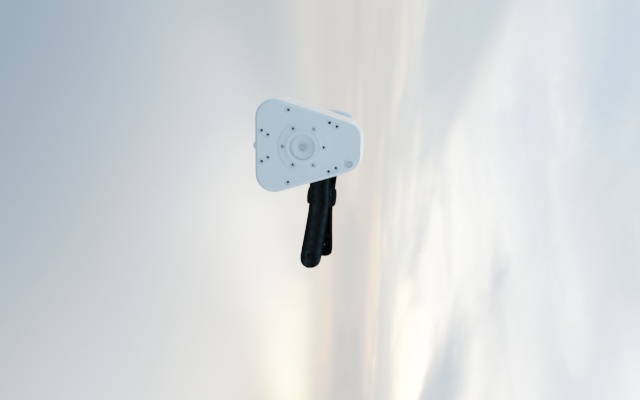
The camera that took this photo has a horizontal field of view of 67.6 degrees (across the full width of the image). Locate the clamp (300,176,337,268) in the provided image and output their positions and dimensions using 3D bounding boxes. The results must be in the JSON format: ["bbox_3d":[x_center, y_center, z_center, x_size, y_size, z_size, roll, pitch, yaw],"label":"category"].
[{"bbox_3d":[0.001,0.002,0.601,0.039,0.171,0.120,2,10,4],"label":"clamp"}]
